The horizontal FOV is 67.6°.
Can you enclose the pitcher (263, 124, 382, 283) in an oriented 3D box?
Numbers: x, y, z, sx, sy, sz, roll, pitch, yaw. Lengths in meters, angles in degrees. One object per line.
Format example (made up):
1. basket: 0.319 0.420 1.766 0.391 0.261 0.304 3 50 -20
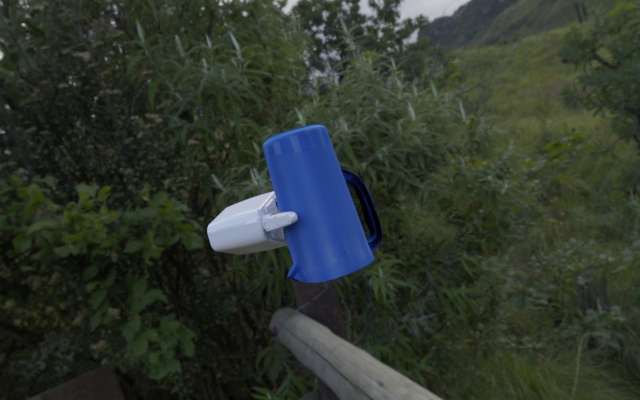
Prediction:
1. pitcher: 0.000 0.003 0.786 0.145 0.243 0.149 -16 3 19
